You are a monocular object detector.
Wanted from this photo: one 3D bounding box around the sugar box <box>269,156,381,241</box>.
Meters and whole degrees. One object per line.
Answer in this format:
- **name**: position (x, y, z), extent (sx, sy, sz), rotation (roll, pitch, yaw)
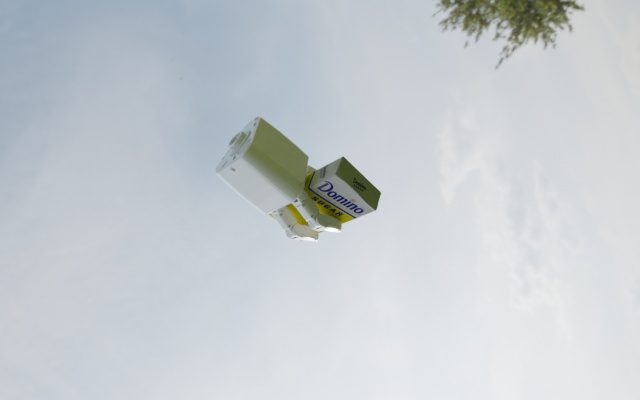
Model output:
- **sugar box**: position (0.000, 0.003, 0.768), extent (0.093, 0.048, 0.176), rotation (41, -41, -24)
